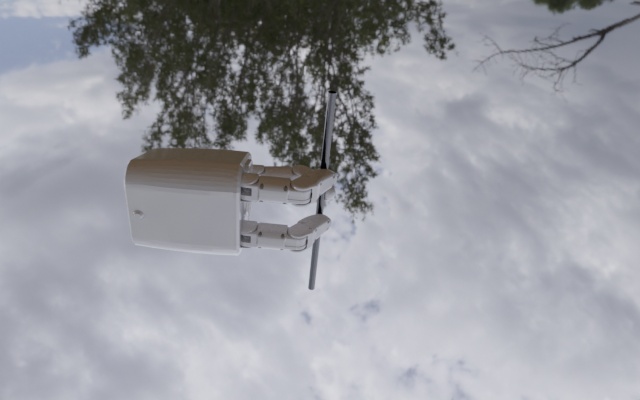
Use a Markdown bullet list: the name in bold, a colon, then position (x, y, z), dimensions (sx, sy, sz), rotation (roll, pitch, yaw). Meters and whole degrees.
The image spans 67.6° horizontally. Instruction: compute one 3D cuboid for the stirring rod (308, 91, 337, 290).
- **stirring rod**: position (0.000, 0.002, 0.506), dimensions (0.011, 0.240, 0.011), rotation (4, 31, -3)
